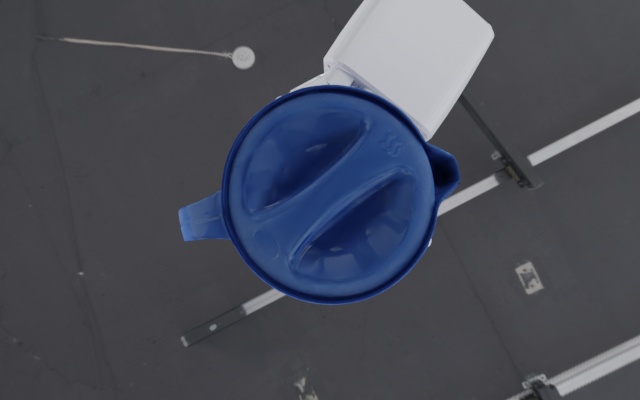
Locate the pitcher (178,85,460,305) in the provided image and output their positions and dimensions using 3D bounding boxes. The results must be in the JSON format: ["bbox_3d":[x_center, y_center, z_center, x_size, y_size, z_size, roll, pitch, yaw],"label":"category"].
[{"bbox_3d":[0.000,0.001,0.401,0.149,0.145,0.243,32,-1,3],"label":"pitcher"}]
